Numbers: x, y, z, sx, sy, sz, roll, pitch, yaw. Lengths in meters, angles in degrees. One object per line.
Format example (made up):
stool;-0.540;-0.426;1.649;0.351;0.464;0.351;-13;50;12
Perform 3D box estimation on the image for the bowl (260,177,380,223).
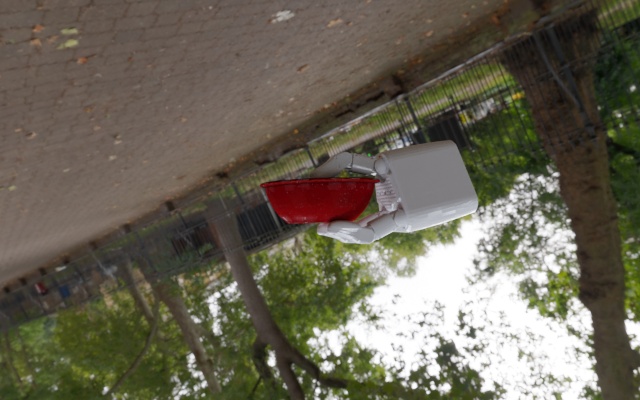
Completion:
bowl;-0.001;0.003;0.642;0.162;0.055;0.162;-2;-2;0
